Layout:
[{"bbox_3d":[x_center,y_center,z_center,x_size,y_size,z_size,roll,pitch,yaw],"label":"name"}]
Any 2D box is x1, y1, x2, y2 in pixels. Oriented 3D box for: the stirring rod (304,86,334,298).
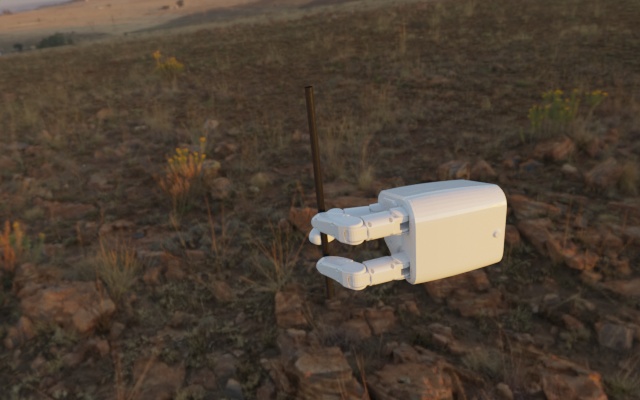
[{"bbox_3d":[0.000,0.002,0.500,0.011,0.240,0.011,-5,25,2],"label":"stirring rod"}]
